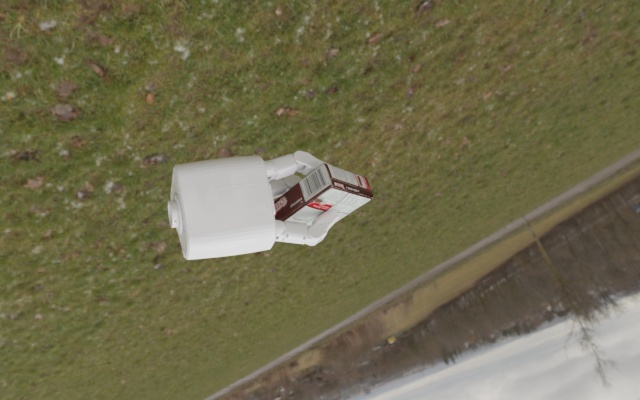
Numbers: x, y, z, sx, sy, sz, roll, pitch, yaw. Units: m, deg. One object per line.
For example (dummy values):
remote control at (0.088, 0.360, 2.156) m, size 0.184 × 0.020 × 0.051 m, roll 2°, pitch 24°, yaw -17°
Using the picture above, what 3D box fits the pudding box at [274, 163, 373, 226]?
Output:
pudding box at (0.000, 0.002, 0.643) m, size 0.113 × 0.039 × 0.090 m, roll -34°, pitch -30°, yaw 32°
